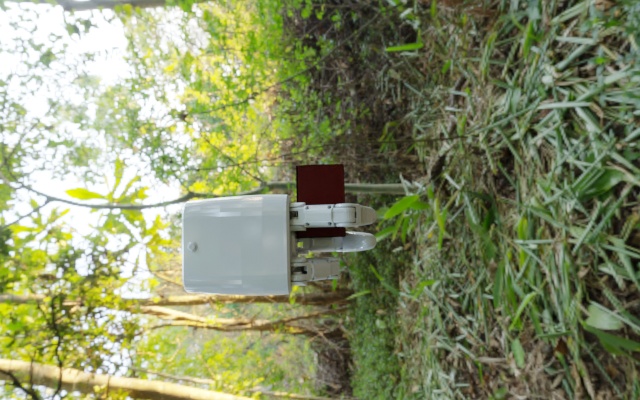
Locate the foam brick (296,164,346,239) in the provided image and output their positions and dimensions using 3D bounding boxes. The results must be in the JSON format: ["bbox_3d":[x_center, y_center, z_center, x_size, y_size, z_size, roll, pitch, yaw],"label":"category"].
[{"bbox_3d":[0.000,0.001,0.512,0.051,0.078,0.053,-1,-4,1],"label":"foam brick"}]
